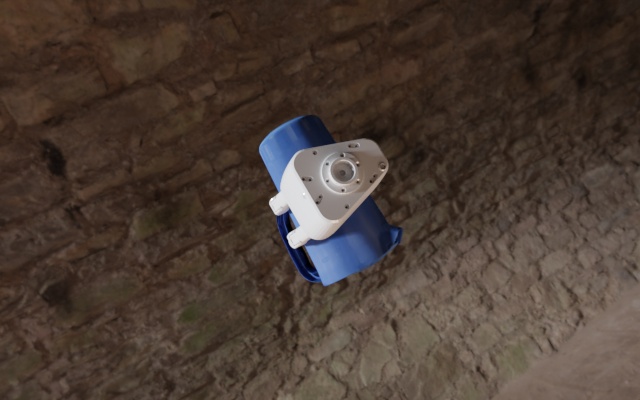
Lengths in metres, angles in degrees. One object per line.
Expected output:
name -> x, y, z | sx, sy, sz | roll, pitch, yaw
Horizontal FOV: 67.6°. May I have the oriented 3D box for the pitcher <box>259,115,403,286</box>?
pitcher -> 0.000, 0.002, 0.731 | 0.149, 0.243, 0.145 | -28, -6, -12
